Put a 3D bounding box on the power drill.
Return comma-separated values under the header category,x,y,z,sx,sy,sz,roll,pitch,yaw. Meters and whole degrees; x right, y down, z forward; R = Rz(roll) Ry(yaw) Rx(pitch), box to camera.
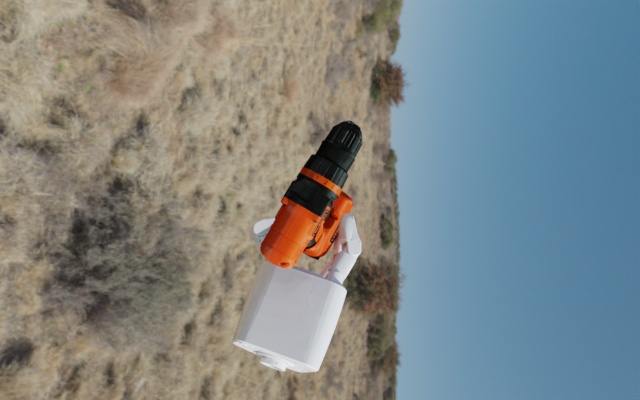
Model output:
category,x,y,z,sx,sy,sz,roll,pitch,yaw
power drill,0.000,0.002,0.608,0.057,0.184,0.188,31,-5,13
